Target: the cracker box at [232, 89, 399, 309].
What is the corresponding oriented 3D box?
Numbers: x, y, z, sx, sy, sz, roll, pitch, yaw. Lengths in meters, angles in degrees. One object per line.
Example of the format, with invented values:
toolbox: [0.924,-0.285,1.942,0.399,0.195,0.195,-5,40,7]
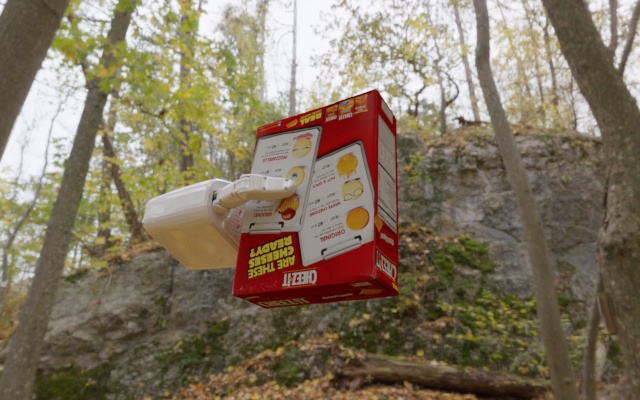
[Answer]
cracker box: [0.000,0.001,0.523,0.164,0.213,0.072,-12,-30,29]
